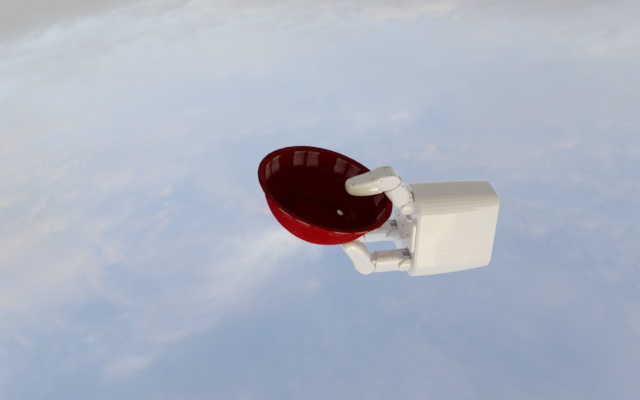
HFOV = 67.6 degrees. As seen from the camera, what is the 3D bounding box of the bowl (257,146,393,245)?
[{"bbox_3d":[-0.001,0.002,0.563,0.162,0.055,0.162,13,36,-10],"label":"bowl"}]
